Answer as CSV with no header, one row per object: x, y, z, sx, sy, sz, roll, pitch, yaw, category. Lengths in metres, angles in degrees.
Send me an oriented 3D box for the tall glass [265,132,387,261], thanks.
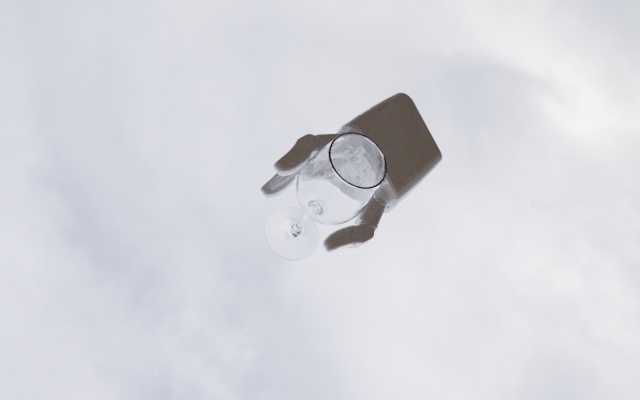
0.000,0.002,0.537,0.079,0.079,0.201,0,-24,-23,tall glass
